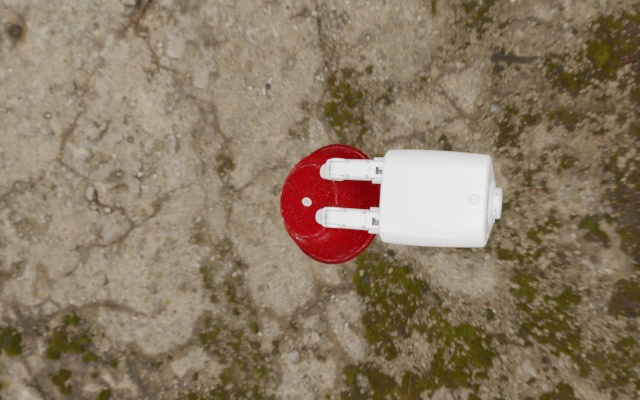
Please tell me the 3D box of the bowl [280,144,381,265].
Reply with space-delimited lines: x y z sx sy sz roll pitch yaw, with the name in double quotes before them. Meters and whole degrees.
"bowl" -0.001 0.002 0.618 0.162 0.162 0.055 0 -5 38
